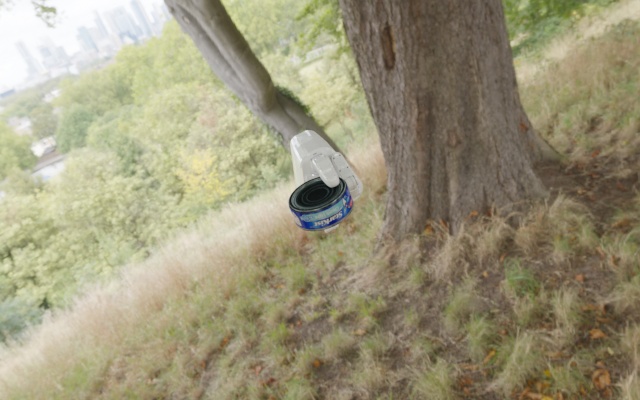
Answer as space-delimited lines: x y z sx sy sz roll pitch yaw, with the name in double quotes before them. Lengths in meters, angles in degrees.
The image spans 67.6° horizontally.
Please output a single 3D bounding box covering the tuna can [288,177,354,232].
"tuna can" 0.000 0.002 0.653 0.086 0.034 0.086 -16 32 10
